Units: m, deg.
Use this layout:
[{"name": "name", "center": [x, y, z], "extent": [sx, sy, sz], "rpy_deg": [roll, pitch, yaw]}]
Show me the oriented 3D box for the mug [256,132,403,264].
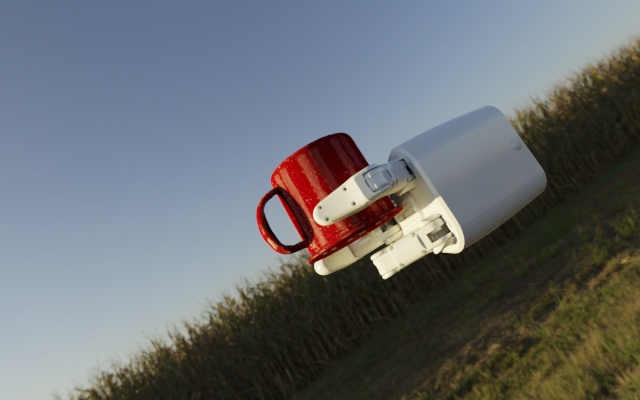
[{"name": "mug", "center": [-0.001, 0.002, 0.404], "extent": [0.117, 0.081, 0.093], "rpy_deg": [-27, -10, -21]}]
